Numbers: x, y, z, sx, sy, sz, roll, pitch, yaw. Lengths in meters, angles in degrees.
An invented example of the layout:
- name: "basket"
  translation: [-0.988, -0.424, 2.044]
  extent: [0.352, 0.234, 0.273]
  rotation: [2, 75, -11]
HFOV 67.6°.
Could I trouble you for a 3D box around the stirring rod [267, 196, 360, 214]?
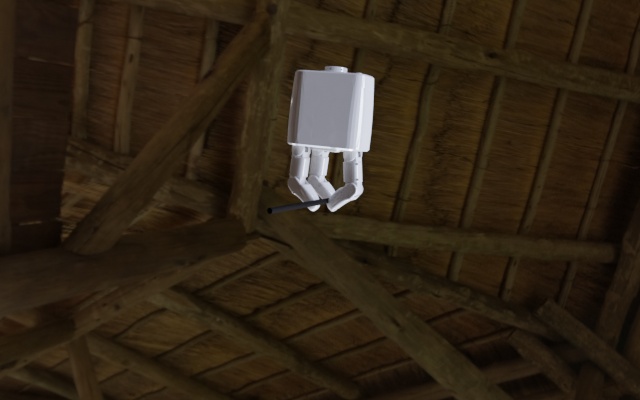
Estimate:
- name: "stirring rod"
  translation: [0.000, 0.002, 0.688]
  extent: [0.011, 0.011, 0.239]
  rotation: [0, 5, 31]
